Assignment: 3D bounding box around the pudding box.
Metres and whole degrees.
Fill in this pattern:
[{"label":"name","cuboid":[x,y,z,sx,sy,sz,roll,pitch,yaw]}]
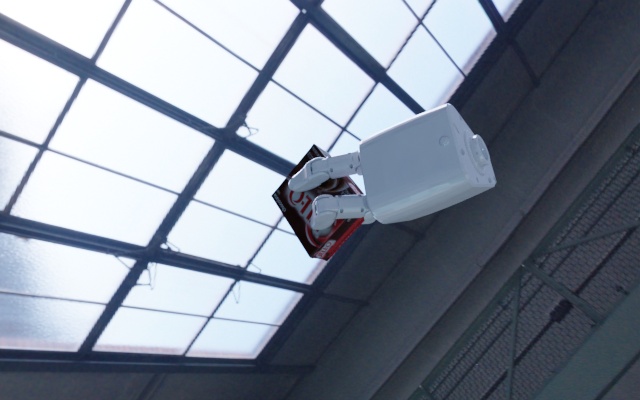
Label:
[{"label":"pudding box","cuboid":[0.000,0.002,0.571,0.039,0.090,0.113,23,25,-47]}]
